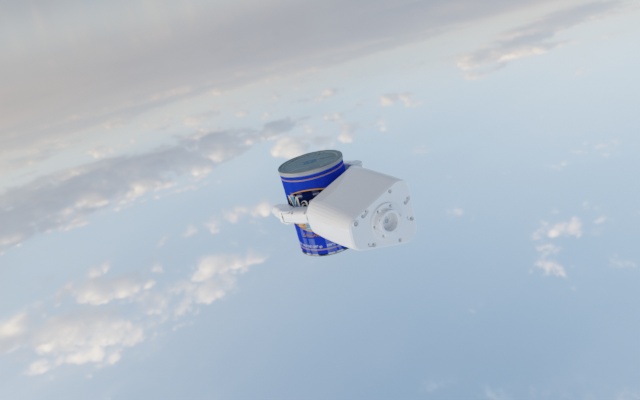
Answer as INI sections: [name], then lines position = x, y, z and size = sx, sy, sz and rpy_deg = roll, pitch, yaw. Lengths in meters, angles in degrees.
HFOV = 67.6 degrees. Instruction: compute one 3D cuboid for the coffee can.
[coffee can]
position = 0.000, 0.002, 0.756
size = 0.103, 0.140, 0.102
rpy_deg = -13, 20, 5
